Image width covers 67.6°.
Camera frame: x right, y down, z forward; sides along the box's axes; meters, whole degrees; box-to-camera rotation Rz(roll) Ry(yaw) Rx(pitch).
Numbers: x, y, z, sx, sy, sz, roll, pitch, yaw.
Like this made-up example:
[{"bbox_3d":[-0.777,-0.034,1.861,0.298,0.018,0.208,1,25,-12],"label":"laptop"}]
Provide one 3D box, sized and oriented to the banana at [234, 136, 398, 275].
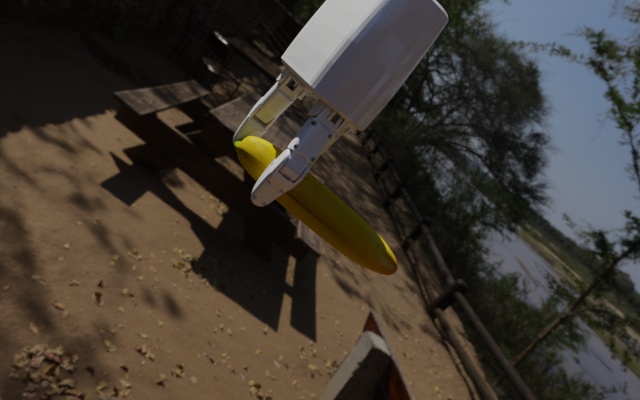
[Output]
[{"bbox_3d":[-0.006,0.000,0.427,0.198,0.037,0.069,41,9,5],"label":"banana"}]
